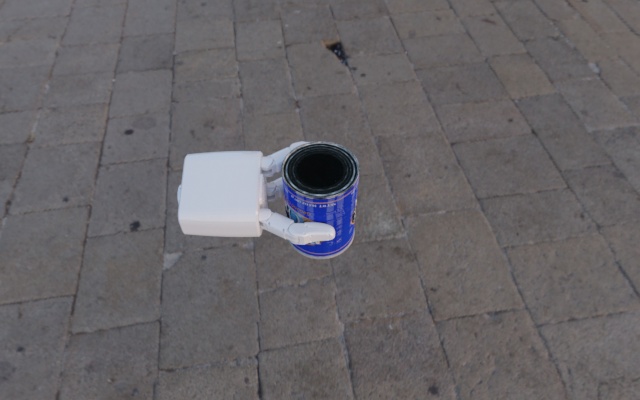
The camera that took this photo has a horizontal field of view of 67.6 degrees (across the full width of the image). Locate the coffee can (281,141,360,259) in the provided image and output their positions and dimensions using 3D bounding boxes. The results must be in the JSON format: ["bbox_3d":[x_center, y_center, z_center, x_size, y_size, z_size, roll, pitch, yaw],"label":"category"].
[{"bbox_3d":[0.000,0.002,0.673,0.103,0.102,0.140,0,-40,0],"label":"coffee can"}]
